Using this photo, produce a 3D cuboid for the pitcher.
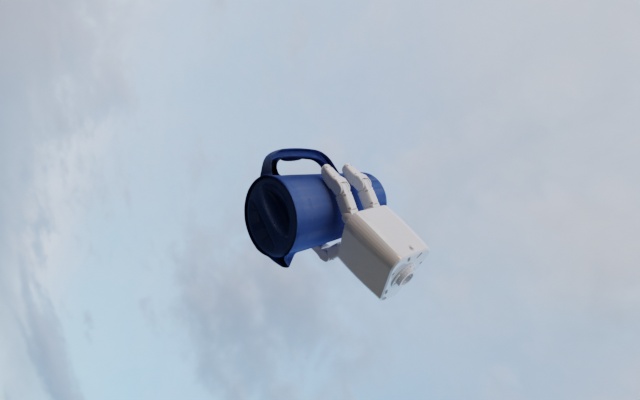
[{"bbox_3d":[0.000,0.003,0.820,0.243,0.149,0.145,-10,46,-44],"label":"pitcher"}]
